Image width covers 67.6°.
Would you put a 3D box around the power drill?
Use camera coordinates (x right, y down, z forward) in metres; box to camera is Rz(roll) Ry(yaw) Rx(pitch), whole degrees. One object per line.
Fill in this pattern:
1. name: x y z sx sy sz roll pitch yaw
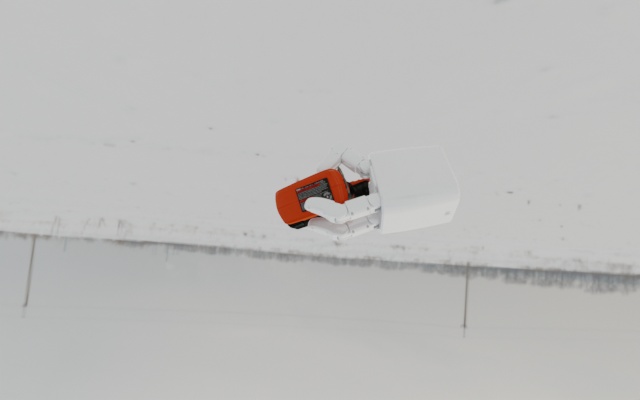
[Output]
1. power drill: 0.000 0.002 0.754 0.184 0.057 0.187 -23 -8 17
